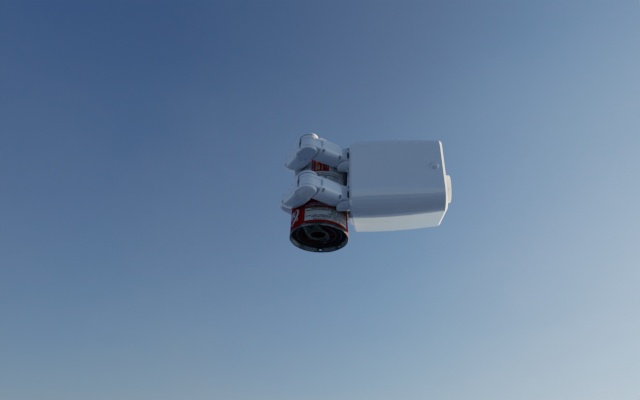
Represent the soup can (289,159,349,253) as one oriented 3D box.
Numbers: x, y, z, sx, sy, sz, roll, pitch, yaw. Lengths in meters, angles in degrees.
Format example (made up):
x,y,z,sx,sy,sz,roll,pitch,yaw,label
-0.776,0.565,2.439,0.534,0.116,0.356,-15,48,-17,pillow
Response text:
x,y,z,sx,sy,sz,roll,pitch,yaw,label
0.000,0.002,0.572,0.068,0.102,0.068,2,-33,1,soup can
